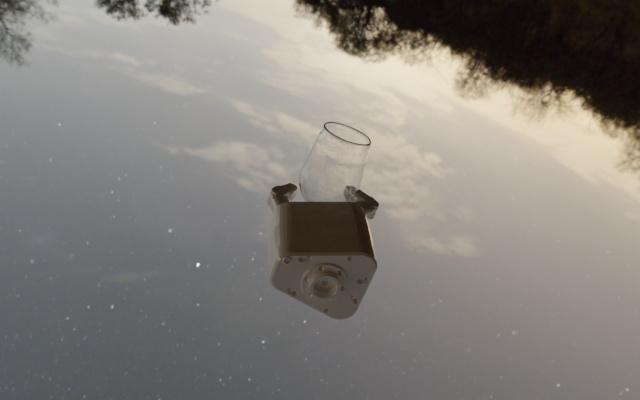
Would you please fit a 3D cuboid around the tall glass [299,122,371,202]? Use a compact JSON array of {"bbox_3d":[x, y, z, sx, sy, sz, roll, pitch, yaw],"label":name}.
[{"bbox_3d":[0.000,0.003,0.621,0.079,0.201,0.079,17,25,-9],"label":"tall glass"}]
